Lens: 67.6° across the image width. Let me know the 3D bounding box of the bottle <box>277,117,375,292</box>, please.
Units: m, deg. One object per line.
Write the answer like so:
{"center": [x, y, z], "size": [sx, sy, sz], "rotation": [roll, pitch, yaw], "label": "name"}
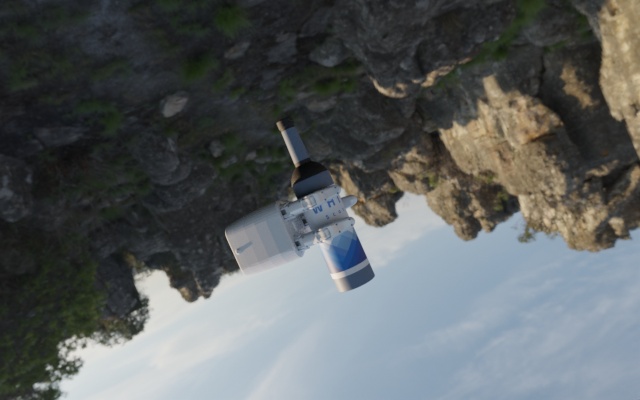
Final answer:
{"center": [0.000, 0.003, 0.784], "size": [0.069, 0.296, 0.069], "rotation": [-24, 2, 1], "label": "bottle"}
